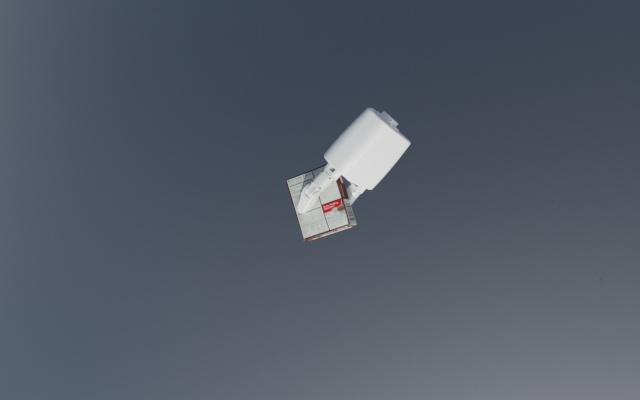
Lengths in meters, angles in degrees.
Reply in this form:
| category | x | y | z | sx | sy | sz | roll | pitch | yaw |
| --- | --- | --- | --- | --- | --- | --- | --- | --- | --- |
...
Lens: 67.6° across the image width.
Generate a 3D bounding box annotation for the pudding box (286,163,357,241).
| category | x | y | z | sx | sy | sz | roll | pitch | yaw |
| --- | --- | --- | --- | --- | --- | --- | --- | --- | --- |
| pudding box | 0.000 | 0.003 | 0.808 | 0.090 | 0.113 | 0.039 | -19 | -10 | 20 |
